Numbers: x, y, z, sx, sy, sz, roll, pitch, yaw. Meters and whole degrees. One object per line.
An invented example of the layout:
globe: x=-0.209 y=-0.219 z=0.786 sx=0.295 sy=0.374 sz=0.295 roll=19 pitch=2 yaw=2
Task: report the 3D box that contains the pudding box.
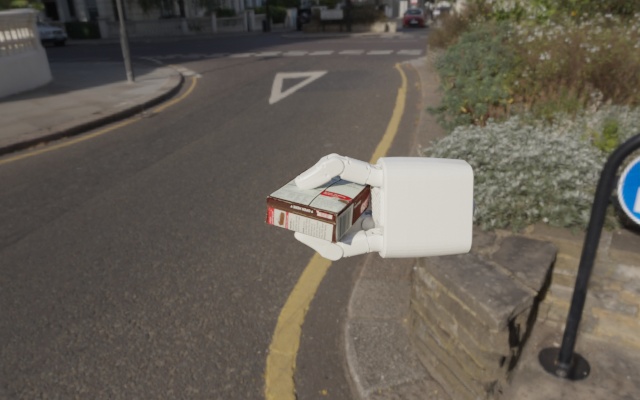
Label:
pudding box: x=0.000 y=0.002 z=0.568 sx=0.090 sy=0.039 sz=0.113 roll=14 pitch=24 yaw=20
